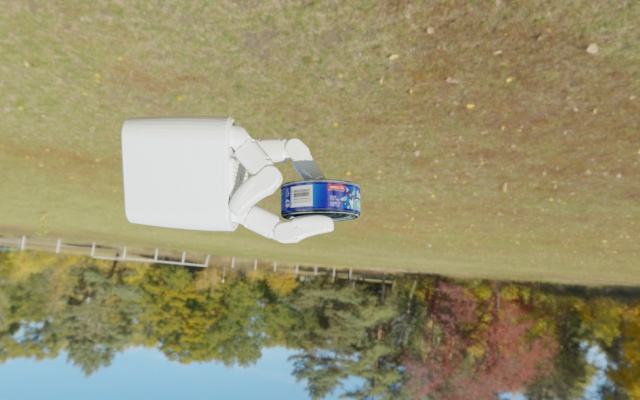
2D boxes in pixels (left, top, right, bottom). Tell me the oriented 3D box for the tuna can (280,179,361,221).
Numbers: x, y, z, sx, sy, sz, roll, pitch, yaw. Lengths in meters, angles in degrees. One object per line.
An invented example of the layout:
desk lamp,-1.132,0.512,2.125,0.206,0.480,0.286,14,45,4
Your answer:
tuna can,0.000,0.002,0.509,0.086,0.033,0.086,0,-9,0
